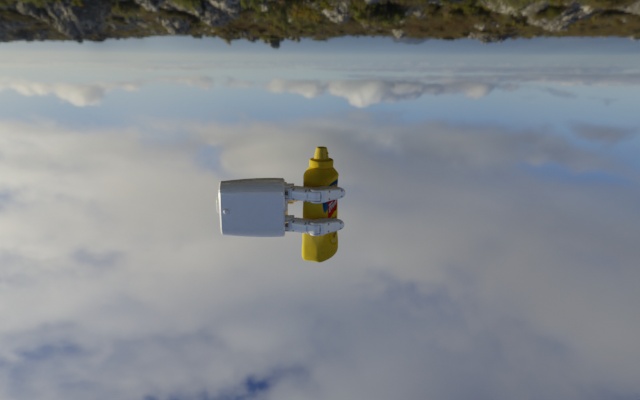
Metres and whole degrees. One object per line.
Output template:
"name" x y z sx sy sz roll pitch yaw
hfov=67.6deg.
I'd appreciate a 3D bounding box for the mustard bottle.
"mustard bottle" 0.000 0.003 0.825 0.058 0.192 0.096 6 17 20
